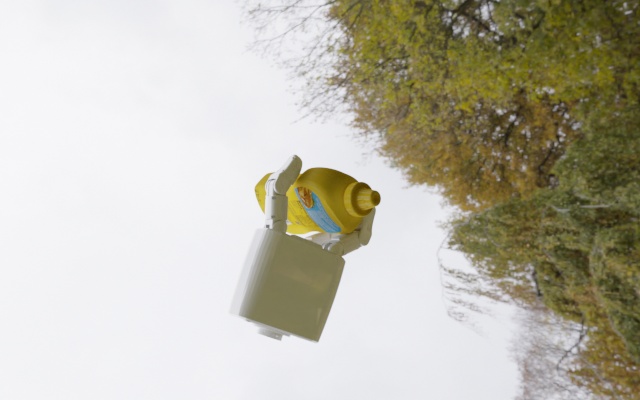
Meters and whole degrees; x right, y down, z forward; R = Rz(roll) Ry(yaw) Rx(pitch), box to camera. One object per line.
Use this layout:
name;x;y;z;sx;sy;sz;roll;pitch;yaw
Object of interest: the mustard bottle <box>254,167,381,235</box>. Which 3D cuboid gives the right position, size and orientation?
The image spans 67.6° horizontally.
mustard bottle;0.000;0.002;0.609;0.191;0.096;0.058;-3;39;50
